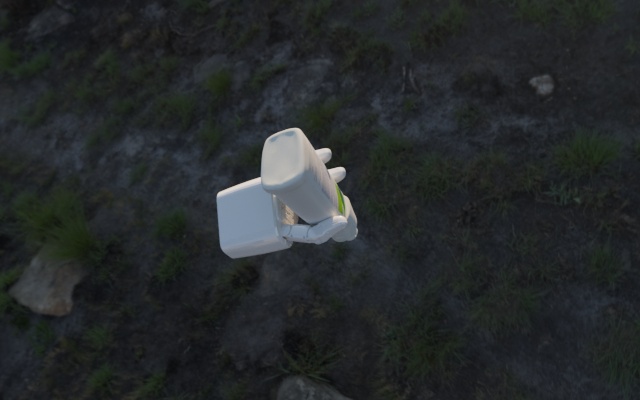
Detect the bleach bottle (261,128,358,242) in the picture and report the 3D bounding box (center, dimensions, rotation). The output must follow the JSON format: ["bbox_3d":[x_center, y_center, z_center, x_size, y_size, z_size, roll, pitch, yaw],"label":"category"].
[{"bbox_3d":[0.000,0.002,0.732,0.068,0.102,0.251,-16,-36,19],"label":"bleach bottle"}]
